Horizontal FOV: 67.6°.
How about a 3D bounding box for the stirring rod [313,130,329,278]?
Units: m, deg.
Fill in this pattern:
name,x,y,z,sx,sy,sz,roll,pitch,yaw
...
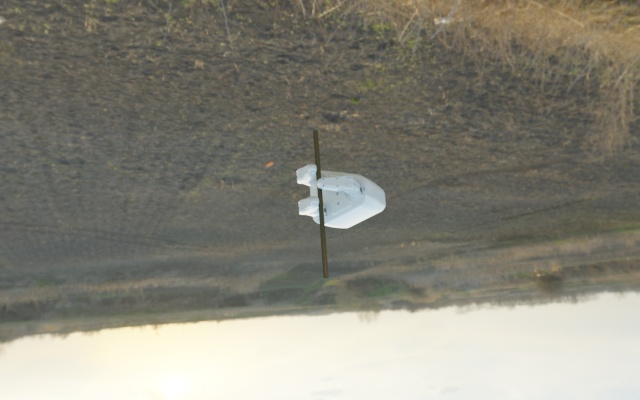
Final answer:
name,x,y,z,sx,sy,sz,roll,pitch,yaw
stirring rod,0.000,0.002,0.761,0.011,0.239,0.011,-4,-12,-1
